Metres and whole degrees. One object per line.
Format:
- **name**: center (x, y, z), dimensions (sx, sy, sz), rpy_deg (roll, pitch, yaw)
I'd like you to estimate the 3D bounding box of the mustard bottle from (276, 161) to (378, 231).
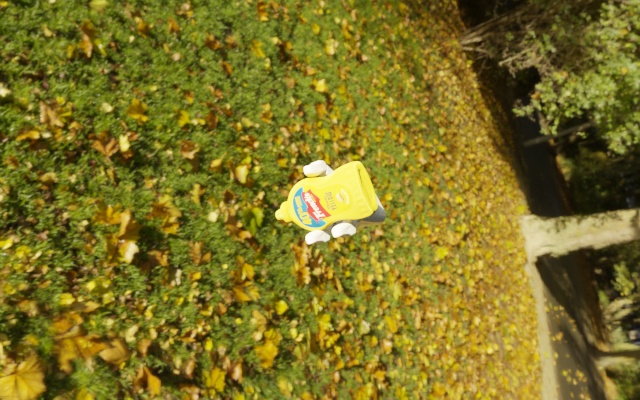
- **mustard bottle**: center (0.000, 0.003, 0.854), dimensions (0.191, 0.096, 0.058), rpy_deg (-18, 9, 29)
